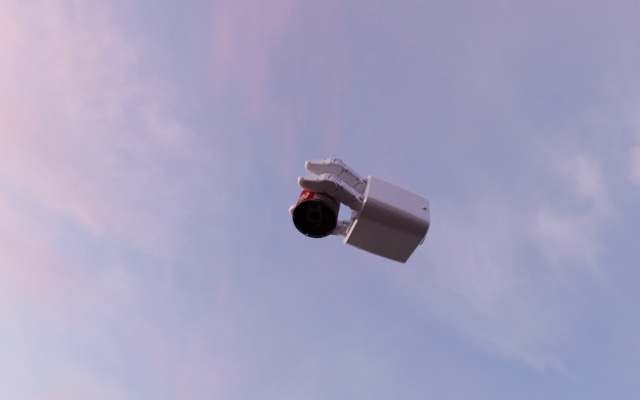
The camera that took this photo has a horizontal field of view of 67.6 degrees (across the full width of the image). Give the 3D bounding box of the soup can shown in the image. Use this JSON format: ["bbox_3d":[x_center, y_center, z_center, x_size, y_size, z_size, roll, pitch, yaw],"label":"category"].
[{"bbox_3d":[0.000,0.002,0.747,0.068,0.068,0.102,0,31,12],"label":"soup can"}]
